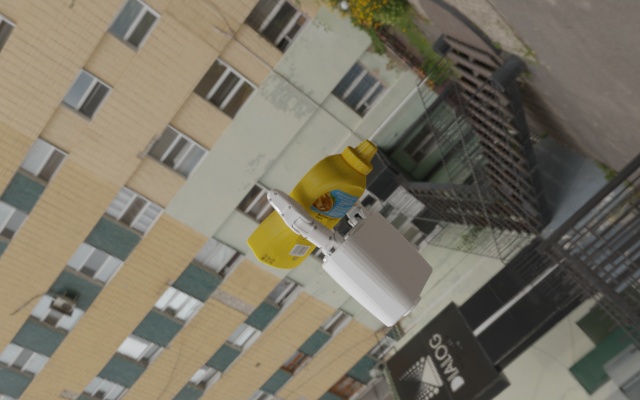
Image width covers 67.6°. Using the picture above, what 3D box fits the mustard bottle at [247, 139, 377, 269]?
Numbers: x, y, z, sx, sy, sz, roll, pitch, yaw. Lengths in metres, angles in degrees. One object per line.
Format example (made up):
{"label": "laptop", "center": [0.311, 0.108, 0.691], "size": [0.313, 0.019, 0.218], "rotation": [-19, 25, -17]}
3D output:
{"label": "mustard bottle", "center": [0.000, 0.002, 0.590], "size": [0.096, 0.192, 0.058], "rotation": [18, 29, -55]}
